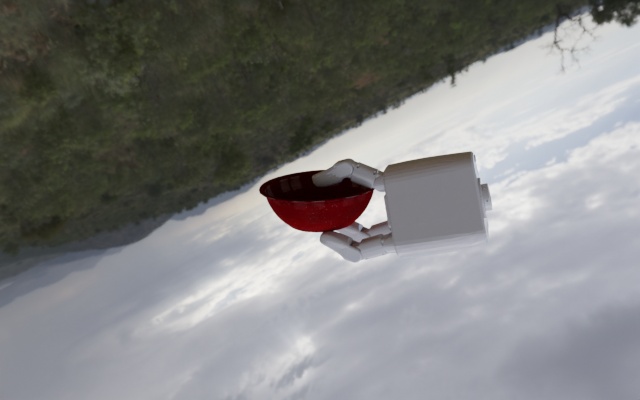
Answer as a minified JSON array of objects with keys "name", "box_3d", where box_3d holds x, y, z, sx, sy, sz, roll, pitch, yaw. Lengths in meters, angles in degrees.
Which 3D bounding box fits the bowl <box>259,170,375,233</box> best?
[{"name":"bowl","box_3d":[-0.001,0.002,0.645,0.162,0.055,0.162,-3,17,1]}]
